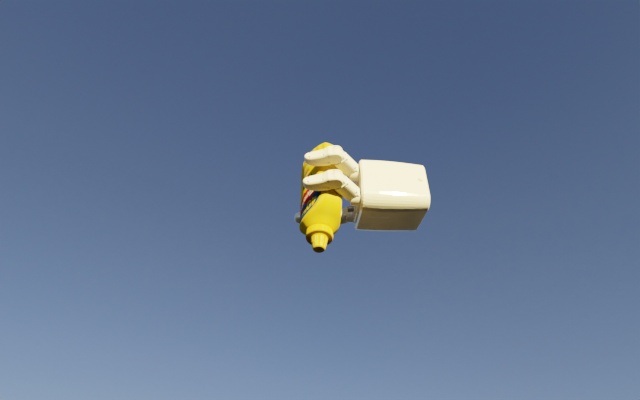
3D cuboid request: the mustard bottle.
[{"bbox_3d":[0.000,0.002,0.759,0.058,0.191,0.096,21,-47,-20],"label":"mustard bottle"}]
